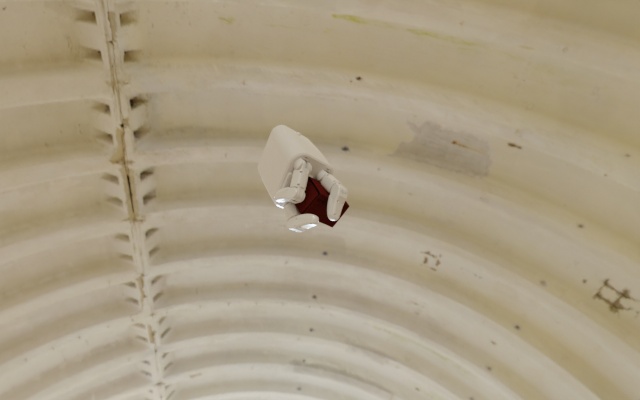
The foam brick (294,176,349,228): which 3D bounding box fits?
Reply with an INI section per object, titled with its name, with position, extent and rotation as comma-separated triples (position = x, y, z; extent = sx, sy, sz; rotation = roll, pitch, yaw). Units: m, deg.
[foam brick]
position = 0.000, 0.003, 0.825
extent = 0.078, 0.053, 0.051
rotation = 24, 22, -42
